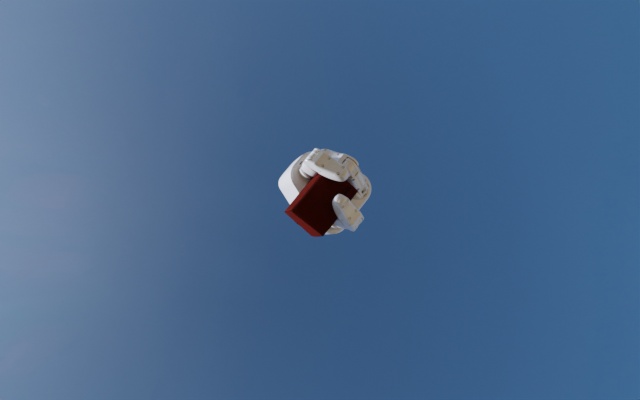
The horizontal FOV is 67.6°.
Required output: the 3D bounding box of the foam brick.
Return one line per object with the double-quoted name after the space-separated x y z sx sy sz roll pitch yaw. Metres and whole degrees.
0.000 0.002 0.616 0.053 0.078 0.051 42 -15 -10 "foam brick"
